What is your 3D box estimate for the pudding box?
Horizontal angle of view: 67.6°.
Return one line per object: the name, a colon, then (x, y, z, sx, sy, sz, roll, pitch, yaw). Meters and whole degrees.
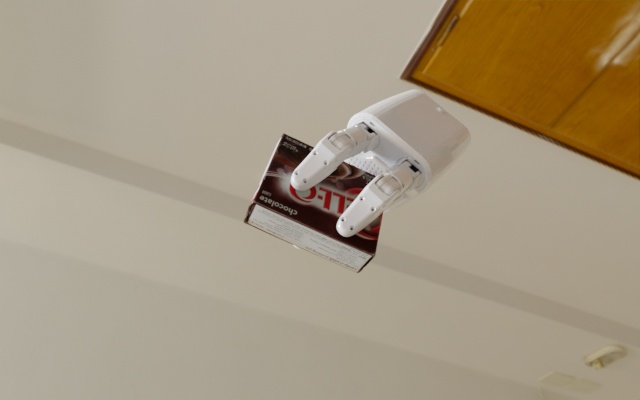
pudding box: (0.000, 0.001, 0.425, 0.113, 0.090, 0.039, 23, -44, -6)
